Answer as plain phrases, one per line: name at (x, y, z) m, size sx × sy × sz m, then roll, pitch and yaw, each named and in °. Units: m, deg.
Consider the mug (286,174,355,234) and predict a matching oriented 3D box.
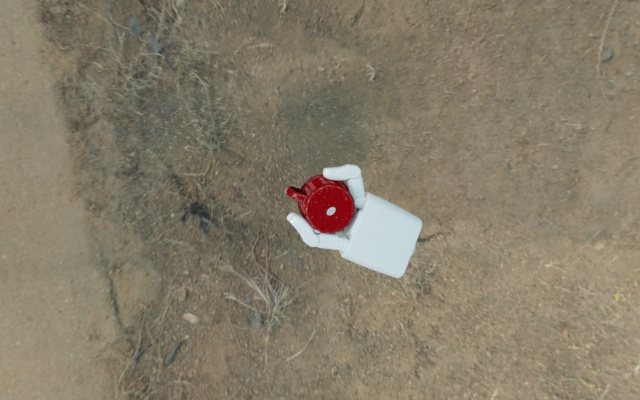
mug at (-0.001, 0.002, 0.783) m, size 0.117 × 0.093 × 0.081 m, roll 22°, pitch 7°, yaw -10°
